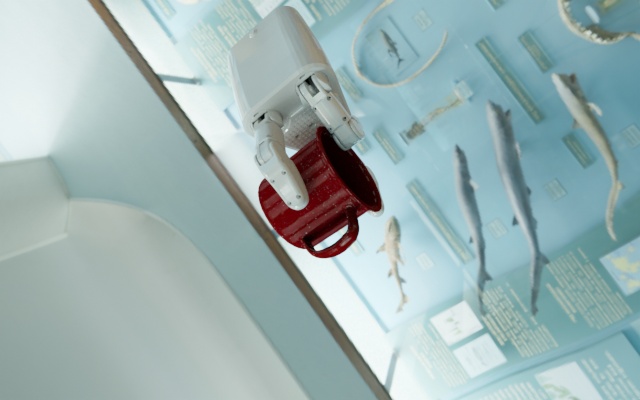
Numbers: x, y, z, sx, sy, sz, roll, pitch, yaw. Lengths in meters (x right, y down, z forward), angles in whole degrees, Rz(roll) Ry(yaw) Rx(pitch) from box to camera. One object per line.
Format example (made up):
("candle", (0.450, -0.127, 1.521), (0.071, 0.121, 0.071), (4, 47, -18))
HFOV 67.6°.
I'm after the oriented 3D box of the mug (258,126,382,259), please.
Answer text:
("mug", (0.000, 0.003, 0.436), (0.081, 0.117, 0.093), (-36, -40, 21))
